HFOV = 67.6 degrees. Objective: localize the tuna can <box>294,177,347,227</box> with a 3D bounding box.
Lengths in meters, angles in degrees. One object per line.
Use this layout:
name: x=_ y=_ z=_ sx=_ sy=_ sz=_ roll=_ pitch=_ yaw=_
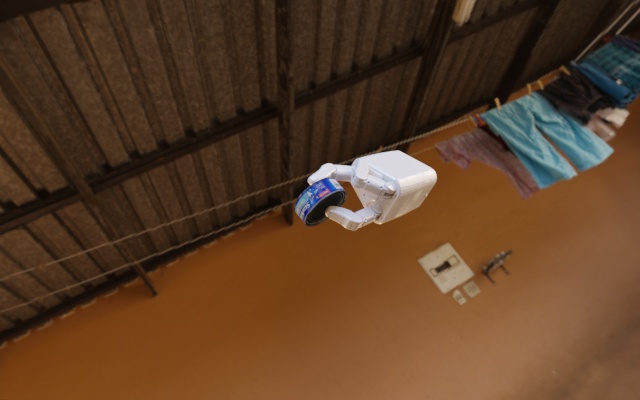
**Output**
tuna can: x=0.000 y=0.002 z=0.779 sx=0.086 sy=0.033 sz=0.086 roll=-33 pitch=-23 yaw=-16
